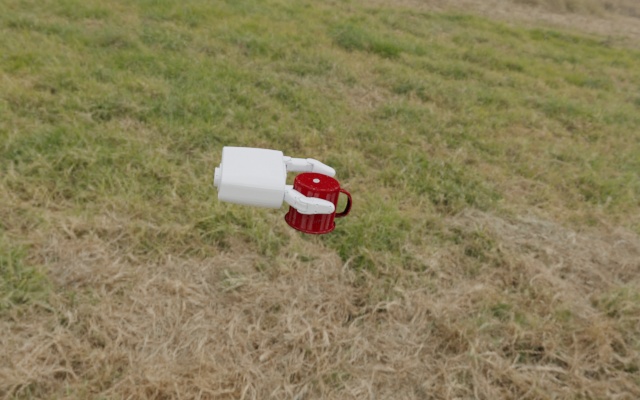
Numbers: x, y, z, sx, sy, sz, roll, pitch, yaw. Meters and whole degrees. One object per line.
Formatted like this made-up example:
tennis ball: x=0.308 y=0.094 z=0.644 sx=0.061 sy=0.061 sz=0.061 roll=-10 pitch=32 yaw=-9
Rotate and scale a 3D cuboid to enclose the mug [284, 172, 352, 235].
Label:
mug: x=0.002 y=0.003 z=0.838 sx=0.117 sy=0.081 sz=0.093 roll=5 pitch=25 yaw=-15
